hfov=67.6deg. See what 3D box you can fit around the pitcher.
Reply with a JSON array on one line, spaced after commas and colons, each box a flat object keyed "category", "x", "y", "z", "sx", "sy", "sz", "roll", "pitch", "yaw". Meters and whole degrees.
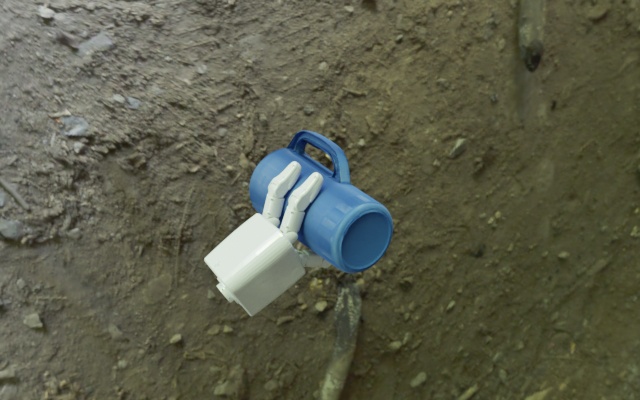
[{"category": "pitcher", "x": 0.000, "y": 0.003, "z": 0.741, "sx": 0.145, "sy": 0.149, "sz": 0.242, "roll": -39, "pitch": 38, "yaw": -15}]
